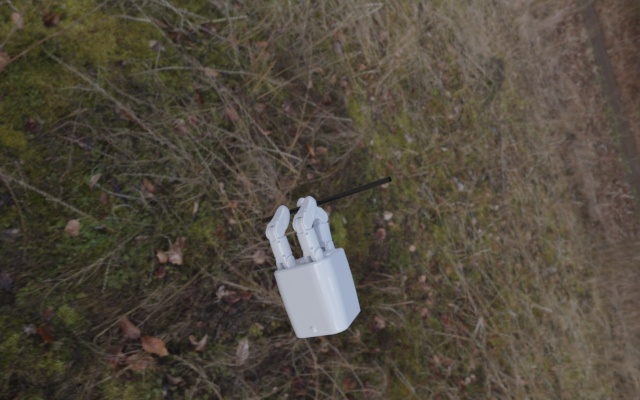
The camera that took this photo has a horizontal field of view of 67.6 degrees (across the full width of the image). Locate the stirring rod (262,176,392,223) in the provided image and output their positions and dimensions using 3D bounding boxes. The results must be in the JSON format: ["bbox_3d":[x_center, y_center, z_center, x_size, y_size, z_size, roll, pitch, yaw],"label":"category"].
[{"bbox_3d":[0.000,0.002,0.710,0.239,0.011,0.011,-18,-11,35],"label":"stirring rod"}]
